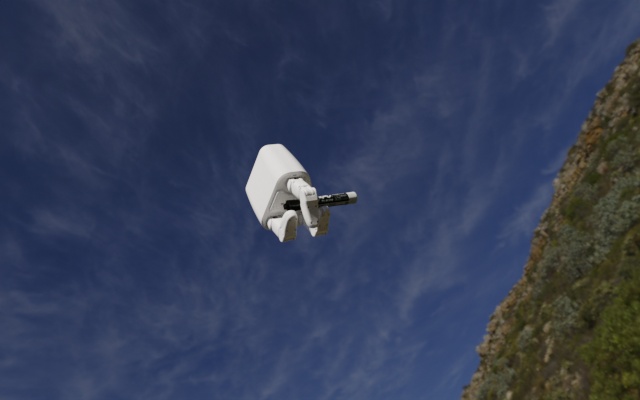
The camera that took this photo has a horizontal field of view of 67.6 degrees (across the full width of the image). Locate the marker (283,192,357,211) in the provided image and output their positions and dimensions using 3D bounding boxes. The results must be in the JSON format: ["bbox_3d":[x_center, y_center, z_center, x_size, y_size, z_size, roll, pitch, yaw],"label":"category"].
[{"bbox_3d":[0.000,0.002,0.737,0.121,0.020,0.020,-7,3,-25],"label":"marker"}]
